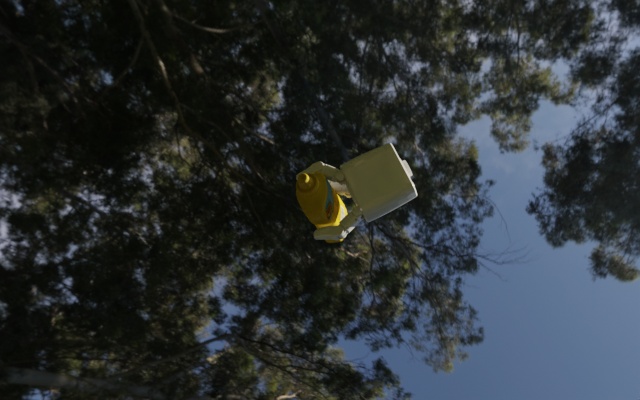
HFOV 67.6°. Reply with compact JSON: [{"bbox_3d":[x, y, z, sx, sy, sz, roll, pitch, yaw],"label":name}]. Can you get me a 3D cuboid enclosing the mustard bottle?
[{"bbox_3d":[0.000,0.003,0.899,0.058,0.096,0.192,-7,-28,17],"label":"mustard bottle"}]
